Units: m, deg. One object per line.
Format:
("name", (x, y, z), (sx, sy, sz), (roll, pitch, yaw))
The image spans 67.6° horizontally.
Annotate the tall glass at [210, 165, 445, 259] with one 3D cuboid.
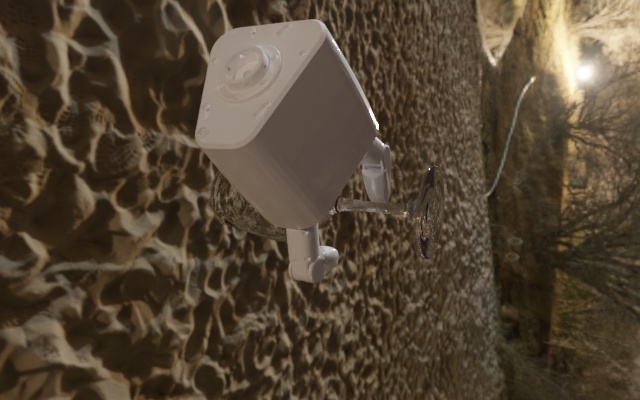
("tall glass", (0.001, 0.002, 0.421), (0.201, 0.079, 0.079), (5, 2, 28))
